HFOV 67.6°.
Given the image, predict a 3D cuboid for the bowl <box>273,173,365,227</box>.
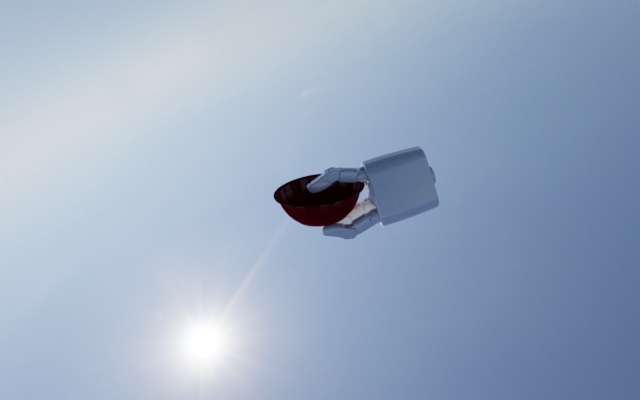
[{"bbox_3d":[-0.001,0.003,0.847,0.162,0.055,0.162,-6,22,3],"label":"bowl"}]
